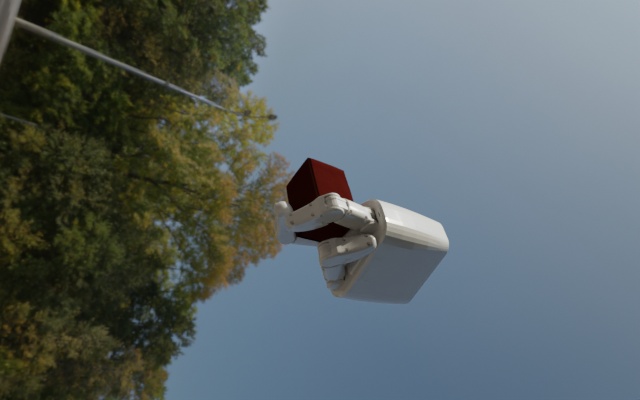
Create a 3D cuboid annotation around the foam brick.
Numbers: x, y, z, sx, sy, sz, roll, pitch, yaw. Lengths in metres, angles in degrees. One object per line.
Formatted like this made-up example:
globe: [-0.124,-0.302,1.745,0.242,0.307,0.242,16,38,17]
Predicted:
foam brick: [0.000,0.001,0.538,0.051,0.078,0.053,15,-46,-32]
